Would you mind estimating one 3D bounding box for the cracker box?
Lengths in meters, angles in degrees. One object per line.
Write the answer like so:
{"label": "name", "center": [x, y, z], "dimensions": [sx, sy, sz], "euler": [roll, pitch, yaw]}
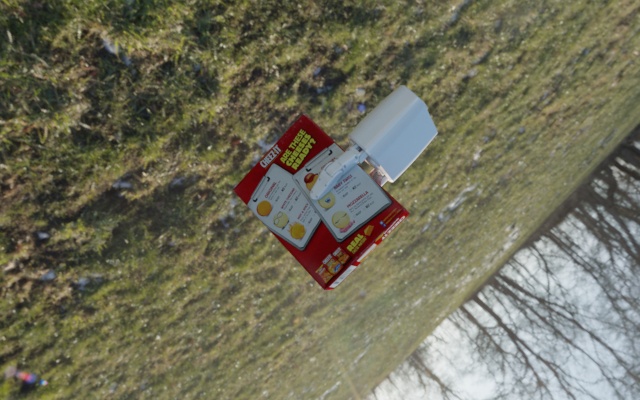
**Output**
{"label": "cracker box", "center": [0.000, 0.002, 0.722], "dimensions": [0.213, 0.164, 0.072], "euler": [45, 5, 18]}
